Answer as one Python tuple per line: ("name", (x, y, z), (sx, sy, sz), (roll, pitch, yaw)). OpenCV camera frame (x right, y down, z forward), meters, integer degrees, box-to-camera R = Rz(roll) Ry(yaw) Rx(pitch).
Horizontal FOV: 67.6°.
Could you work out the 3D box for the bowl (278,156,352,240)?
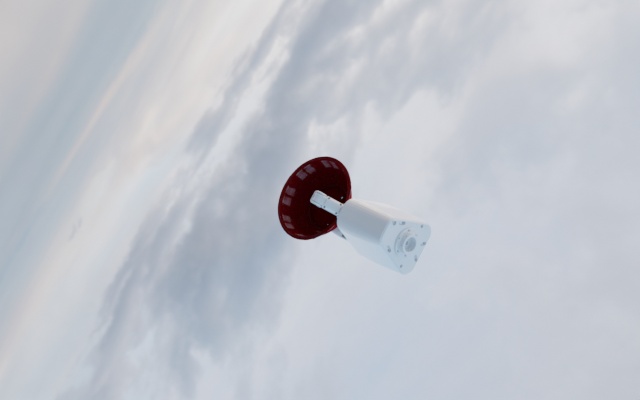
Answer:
("bowl", (0.000, 0.002, 0.876), (0.162, 0.162, 0.055), (0, -21, 37))
